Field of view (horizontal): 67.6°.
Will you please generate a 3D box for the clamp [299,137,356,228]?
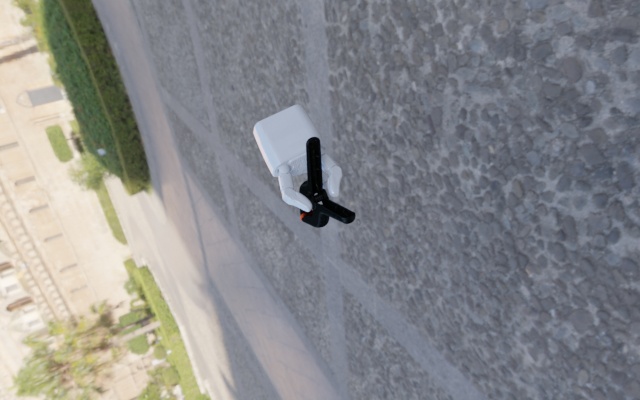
[{"bbox_3d":[-0.001,0.003,0.884,0.036,0.164,0.210,-18,-22,-21],"label":"clamp"}]
